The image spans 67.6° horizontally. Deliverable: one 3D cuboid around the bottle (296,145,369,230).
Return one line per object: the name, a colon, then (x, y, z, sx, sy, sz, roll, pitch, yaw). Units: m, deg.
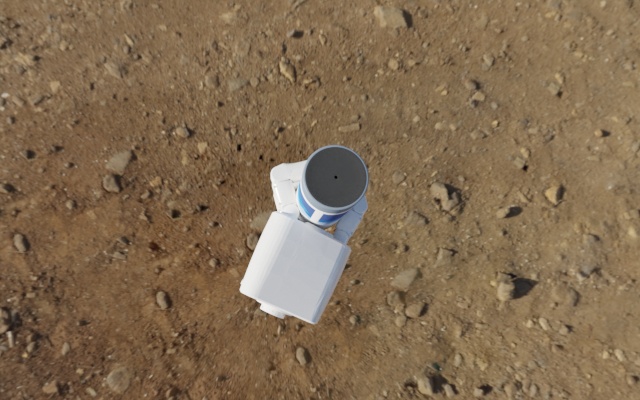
bottle: (0.000, 0.002, 0.616, 0.069, 0.069, 0.296, 0, -10, -6)
